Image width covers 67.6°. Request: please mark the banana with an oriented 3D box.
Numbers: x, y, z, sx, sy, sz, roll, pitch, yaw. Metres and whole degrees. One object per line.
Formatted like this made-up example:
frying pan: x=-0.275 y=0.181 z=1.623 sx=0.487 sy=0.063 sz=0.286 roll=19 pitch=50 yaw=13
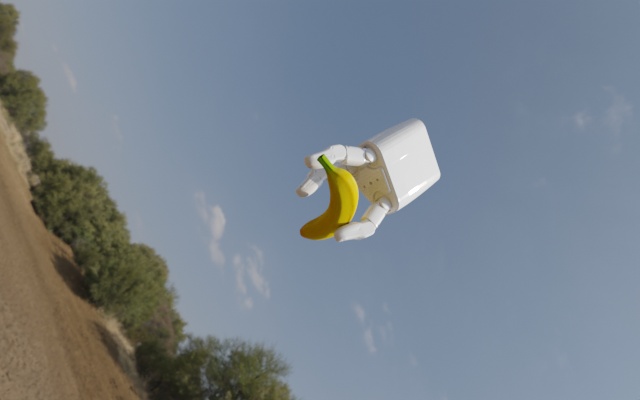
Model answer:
banana: x=0.014 y=0.012 z=0.676 sx=0.037 sy=0.069 sz=0.198 roll=-40 pitch=-19 yaw=-32
